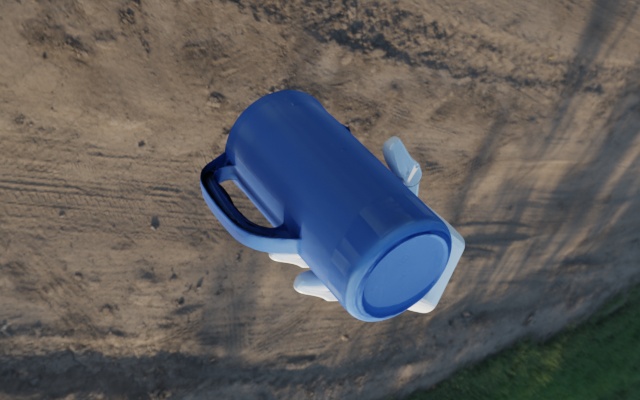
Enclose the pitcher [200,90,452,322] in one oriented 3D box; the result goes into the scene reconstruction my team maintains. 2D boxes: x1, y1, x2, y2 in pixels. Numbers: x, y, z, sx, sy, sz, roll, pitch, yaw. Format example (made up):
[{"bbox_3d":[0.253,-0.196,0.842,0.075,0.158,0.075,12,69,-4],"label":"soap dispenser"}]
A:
[{"bbox_3d":[0.000,0.002,0.464,0.145,0.149,0.242,31,12,-45],"label":"pitcher"}]
